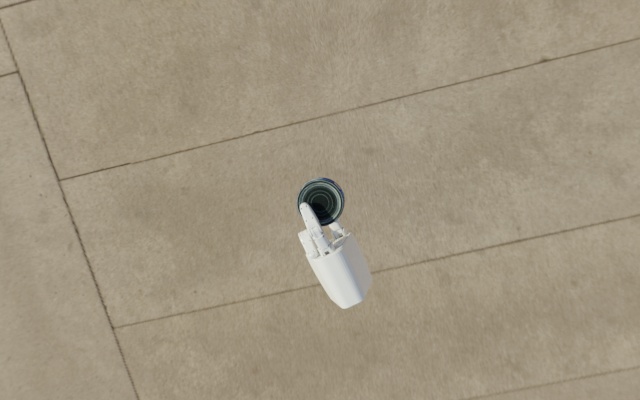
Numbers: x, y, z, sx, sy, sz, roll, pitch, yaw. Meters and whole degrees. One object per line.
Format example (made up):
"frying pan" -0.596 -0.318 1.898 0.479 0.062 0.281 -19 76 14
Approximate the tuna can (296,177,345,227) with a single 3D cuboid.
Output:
"tuna can" 0.000 0.003 0.850 0.086 0.086 0.033 0 8 5
